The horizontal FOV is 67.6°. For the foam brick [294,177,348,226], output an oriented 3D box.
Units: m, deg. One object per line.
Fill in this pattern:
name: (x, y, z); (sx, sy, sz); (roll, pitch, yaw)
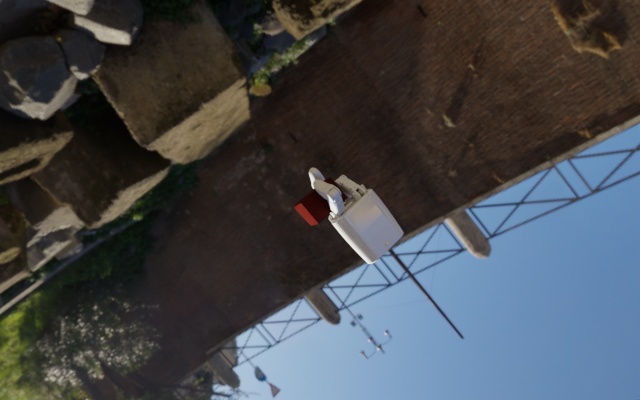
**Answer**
foam brick: (0.000, 0.003, 0.884); (0.078, 0.051, 0.053); (-41, 6, -17)
